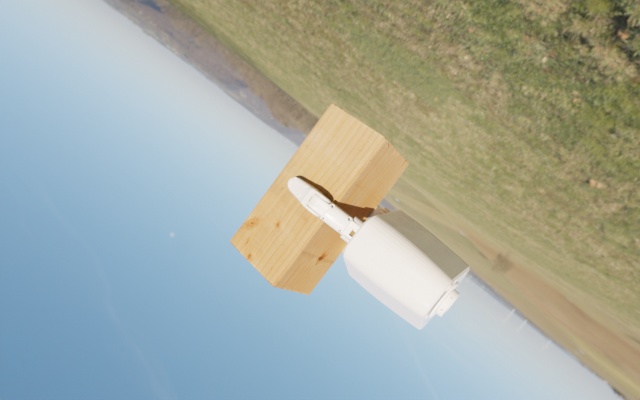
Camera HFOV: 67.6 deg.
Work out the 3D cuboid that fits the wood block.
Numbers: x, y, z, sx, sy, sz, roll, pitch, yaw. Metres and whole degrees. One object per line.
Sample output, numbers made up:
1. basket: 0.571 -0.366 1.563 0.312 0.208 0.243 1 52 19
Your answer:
1. wood block: 0.000 0.002 0.579 0.090 0.206 0.091 39 5 32
